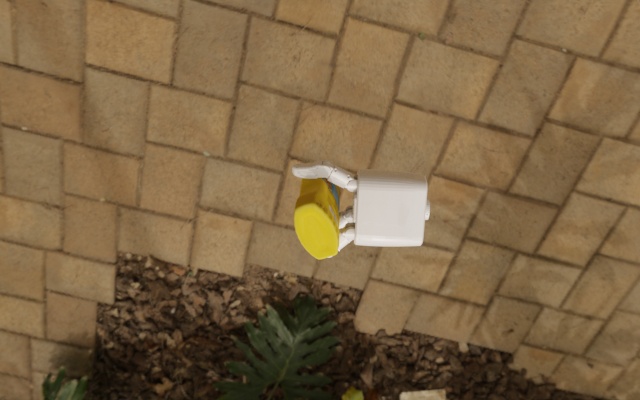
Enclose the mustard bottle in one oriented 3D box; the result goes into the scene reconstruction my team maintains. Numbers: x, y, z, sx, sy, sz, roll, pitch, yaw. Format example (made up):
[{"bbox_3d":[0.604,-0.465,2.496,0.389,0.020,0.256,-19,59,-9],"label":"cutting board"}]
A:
[{"bbox_3d":[0.000,0.003,0.761,0.058,0.096,0.191,-19,25,14],"label":"mustard bottle"}]
